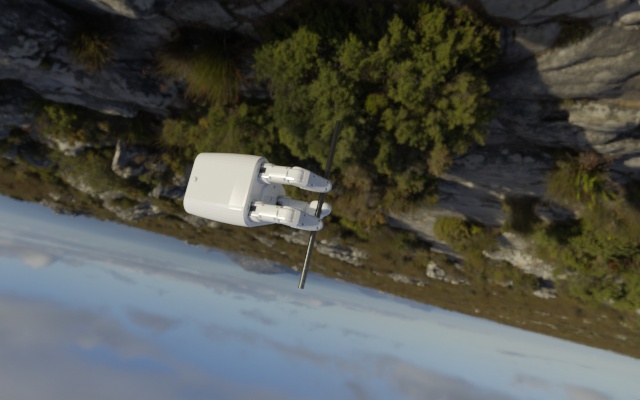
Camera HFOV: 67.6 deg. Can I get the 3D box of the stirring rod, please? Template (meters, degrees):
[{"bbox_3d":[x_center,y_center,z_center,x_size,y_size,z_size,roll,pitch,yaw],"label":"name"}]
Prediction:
[{"bbox_3d":[0.000,0.002,0.658,0.011,0.239,0.011,12,-11,2],"label":"stirring rod"}]
